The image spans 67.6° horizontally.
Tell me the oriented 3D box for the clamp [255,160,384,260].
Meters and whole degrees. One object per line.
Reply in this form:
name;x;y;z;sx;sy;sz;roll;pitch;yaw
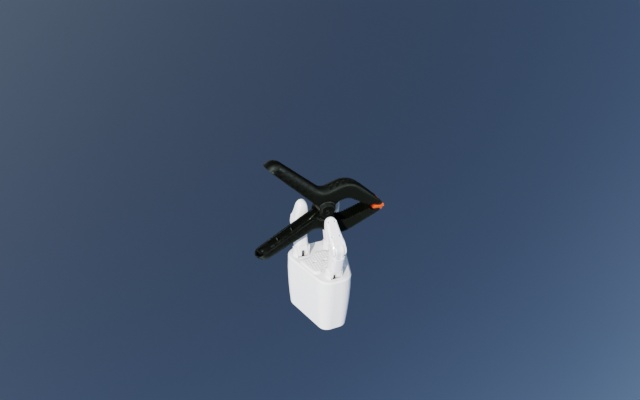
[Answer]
clamp;0.001;0.003;0.722;0.210;0.165;0.036;-11;36;-20
